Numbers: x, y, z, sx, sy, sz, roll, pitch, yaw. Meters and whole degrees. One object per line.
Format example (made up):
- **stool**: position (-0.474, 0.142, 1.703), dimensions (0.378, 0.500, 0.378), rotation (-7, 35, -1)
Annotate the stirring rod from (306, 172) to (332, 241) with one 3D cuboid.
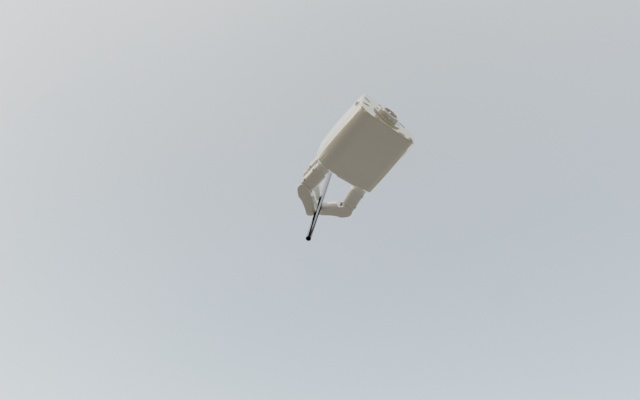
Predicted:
- **stirring rod**: position (0.000, 0.003, 0.797), dimensions (0.011, 0.011, 0.239), rotation (0, 26, 9)
